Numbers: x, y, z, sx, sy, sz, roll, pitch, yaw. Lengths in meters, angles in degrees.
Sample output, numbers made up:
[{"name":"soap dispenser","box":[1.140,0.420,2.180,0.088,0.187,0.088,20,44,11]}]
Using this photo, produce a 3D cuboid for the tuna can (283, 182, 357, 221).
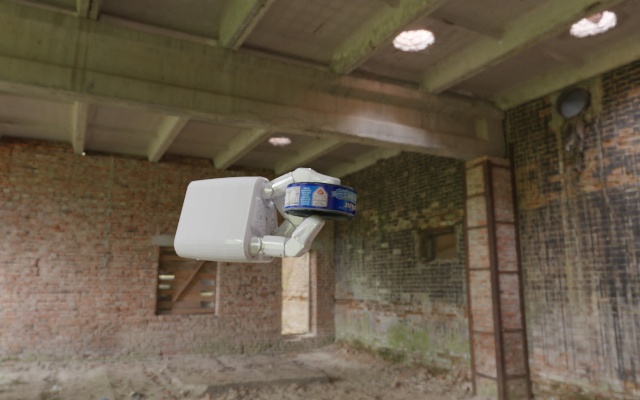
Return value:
[{"name":"tuna can","box":[0.000,0.001,0.570,0.086,0.033,0.086,5,-8,1]}]
